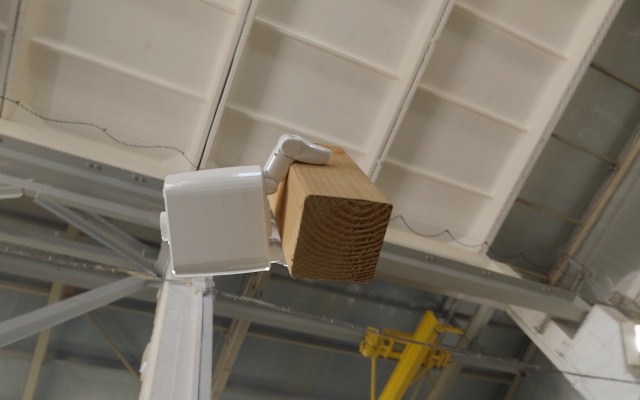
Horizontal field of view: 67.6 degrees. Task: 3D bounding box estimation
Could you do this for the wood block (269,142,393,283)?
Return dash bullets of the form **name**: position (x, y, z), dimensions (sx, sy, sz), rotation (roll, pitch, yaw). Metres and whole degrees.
- **wood block**: position (0.000, 0.001, 0.555), dimensions (0.090, 0.091, 0.206), rotation (6, 20, -15)
